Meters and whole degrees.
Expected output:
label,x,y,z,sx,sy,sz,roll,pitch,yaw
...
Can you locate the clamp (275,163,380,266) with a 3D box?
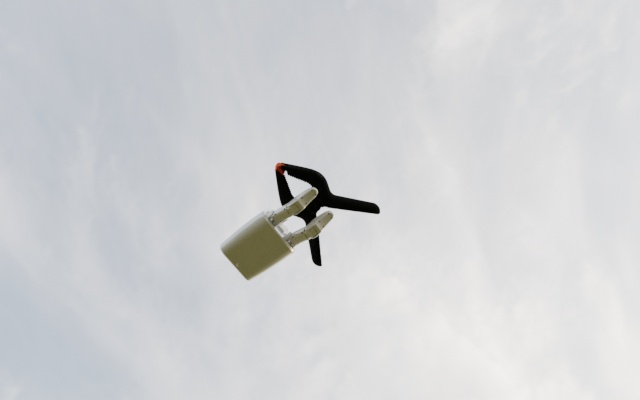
label,x,y,z,sx,sy,sz,roll,pitch,yaw
clamp,0.000,0.002,0.886,0.164,0.210,0.036,-37,18,3
